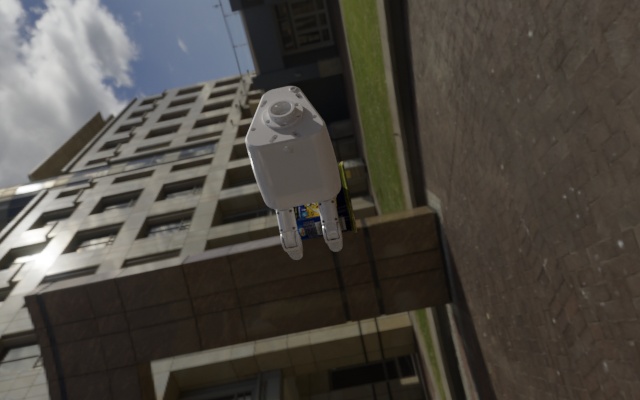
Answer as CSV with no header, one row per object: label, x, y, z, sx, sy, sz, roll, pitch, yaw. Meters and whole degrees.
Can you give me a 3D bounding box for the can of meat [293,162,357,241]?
can of meat,0.000,0.002,0.660,0.084,0.102,0.057,-11,-38,2
